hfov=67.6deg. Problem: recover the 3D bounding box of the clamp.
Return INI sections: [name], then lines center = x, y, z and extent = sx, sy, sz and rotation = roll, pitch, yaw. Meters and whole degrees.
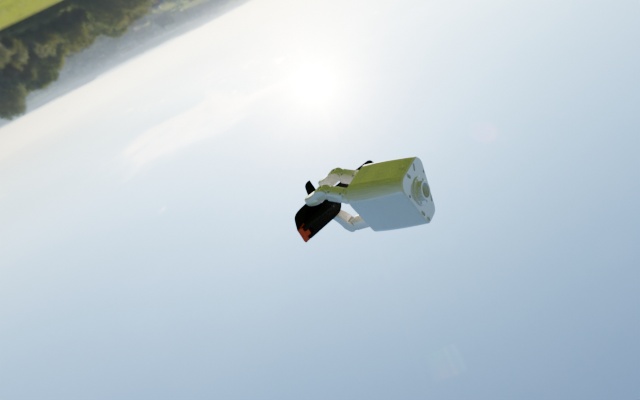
[clamp]
center = 0.000, 0.004, 0.895
extent = 0.164, 0.036, 0.210
rotation = -14, 28, 40
